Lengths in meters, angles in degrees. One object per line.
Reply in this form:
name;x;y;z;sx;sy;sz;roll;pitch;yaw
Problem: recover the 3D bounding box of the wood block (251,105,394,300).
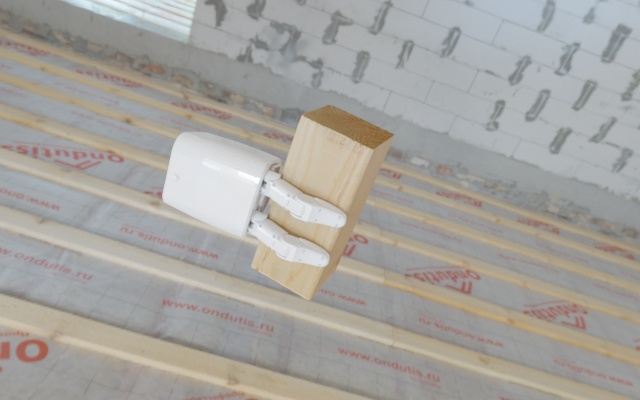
wood block;0.000;0.002;0.577;0.090;0.206;0.090;27;27;12
